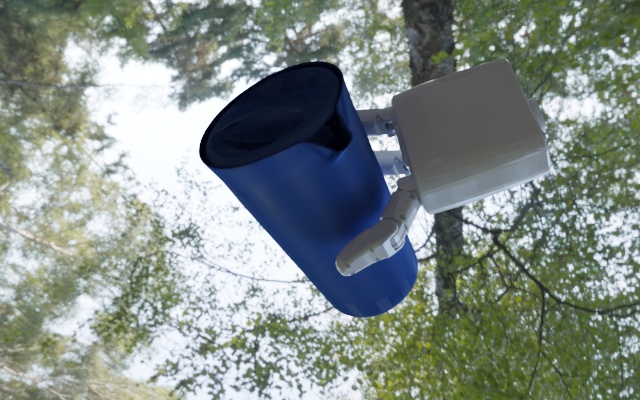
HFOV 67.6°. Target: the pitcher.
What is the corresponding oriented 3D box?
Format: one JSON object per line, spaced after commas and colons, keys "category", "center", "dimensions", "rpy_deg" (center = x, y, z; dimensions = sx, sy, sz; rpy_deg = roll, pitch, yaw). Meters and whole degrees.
{"category": "pitcher", "center": [0.000, 0.001, 0.460], "dimensions": [0.145, 0.243, 0.149], "rpy_deg": [-20, 39, 15]}
